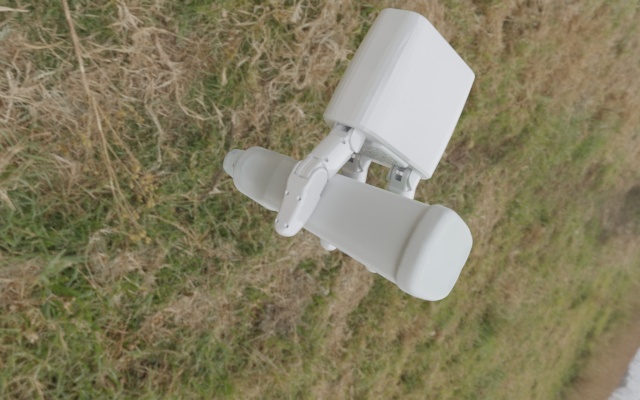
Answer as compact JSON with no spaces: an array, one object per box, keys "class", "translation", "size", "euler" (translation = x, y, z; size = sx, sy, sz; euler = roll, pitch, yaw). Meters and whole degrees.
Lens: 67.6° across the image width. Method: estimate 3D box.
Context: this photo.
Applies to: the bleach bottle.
[{"class":"bleach bottle","translation":[0.000,0.001,0.423],"size":[0.250,0.068,0.102],"euler":[25,-3,33]}]
